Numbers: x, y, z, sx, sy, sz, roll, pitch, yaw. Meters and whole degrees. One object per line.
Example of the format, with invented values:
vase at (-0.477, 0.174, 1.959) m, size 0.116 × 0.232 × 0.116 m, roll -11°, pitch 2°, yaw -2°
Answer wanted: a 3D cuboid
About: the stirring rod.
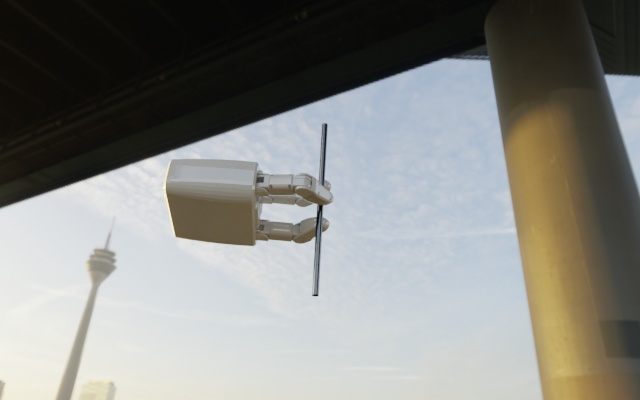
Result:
stirring rod at (0.000, 0.002, 0.597) m, size 0.011 × 0.239 × 0.011 m, roll 3°, pitch -28°, yaw 1°
